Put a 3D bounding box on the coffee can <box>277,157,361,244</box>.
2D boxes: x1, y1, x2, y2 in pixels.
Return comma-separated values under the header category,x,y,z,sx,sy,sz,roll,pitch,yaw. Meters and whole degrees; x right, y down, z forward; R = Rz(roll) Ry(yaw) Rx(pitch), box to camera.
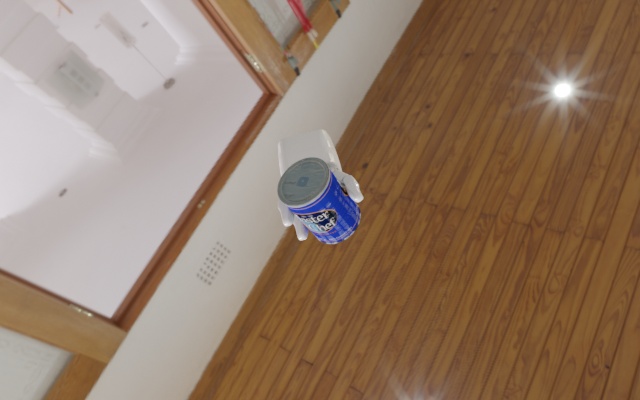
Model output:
category,x,y,z,sx,sy,sz,roll,pitch,yaw
coffee can,0.000,0.003,0.876,0.103,0.102,0.140,0,-32,32
